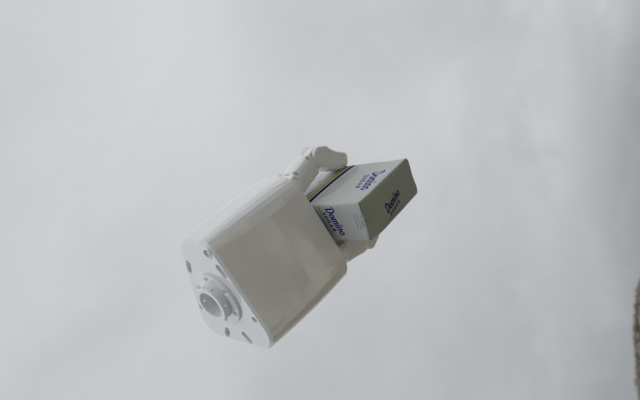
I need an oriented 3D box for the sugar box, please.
[{"bbox_3d":[0.000,0.002,0.492,0.176,0.048,0.093,0,29,41],"label":"sugar box"}]
